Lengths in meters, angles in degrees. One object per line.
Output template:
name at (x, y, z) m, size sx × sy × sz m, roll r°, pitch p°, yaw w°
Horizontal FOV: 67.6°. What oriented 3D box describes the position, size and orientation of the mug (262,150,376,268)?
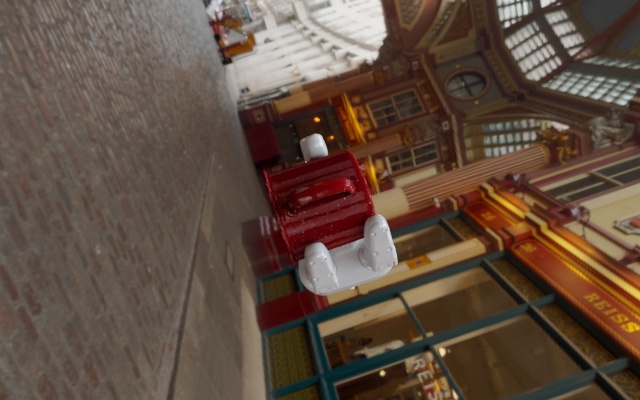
mug at (0.000, 0.001, 0.418) m, size 0.081 × 0.093 × 0.117 m, roll -18°, pitch -13°, yaw -3°
